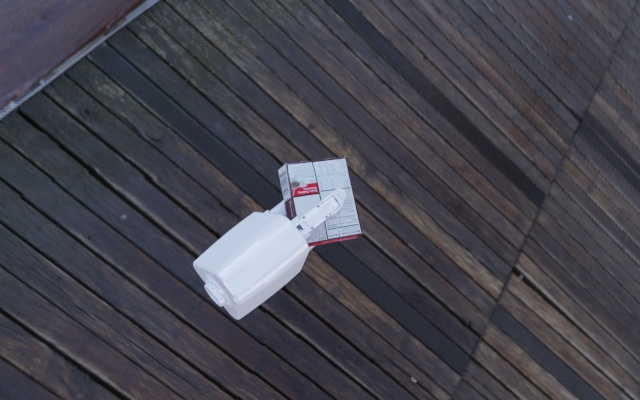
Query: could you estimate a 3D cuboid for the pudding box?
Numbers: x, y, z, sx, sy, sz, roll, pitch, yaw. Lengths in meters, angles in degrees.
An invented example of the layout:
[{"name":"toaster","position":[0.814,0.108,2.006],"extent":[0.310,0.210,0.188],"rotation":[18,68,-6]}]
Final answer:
[{"name":"pudding box","position":[0.000,0.002,0.638],"extent":[0.090,0.113,0.039],"rotation":[-8,-8,-22]}]
